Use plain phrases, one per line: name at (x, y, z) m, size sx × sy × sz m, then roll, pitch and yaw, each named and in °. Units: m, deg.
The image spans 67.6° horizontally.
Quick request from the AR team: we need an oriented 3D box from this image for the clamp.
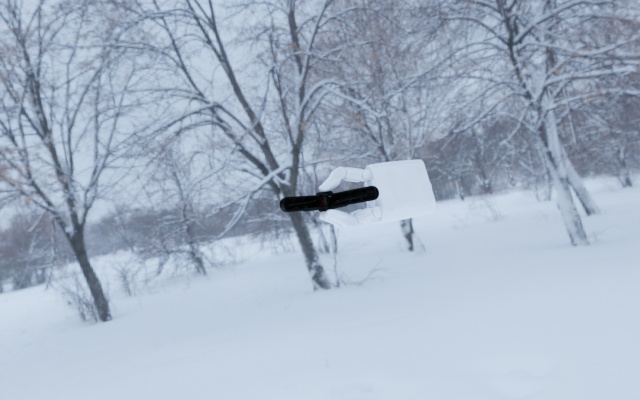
clamp at (0.000, 0.002, 0.867) m, size 0.164 × 0.036 × 0.210 m, roll -6°, pitch -3°, yaw -11°
